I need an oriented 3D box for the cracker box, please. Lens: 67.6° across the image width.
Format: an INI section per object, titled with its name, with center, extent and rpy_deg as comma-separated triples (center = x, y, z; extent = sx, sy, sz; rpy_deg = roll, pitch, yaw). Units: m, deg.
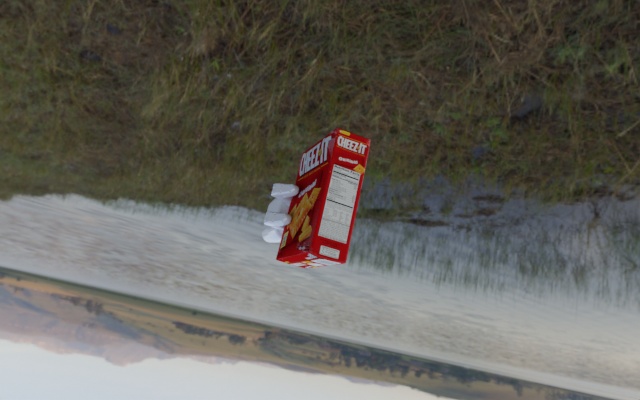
[cracker box]
center = 0.000, 0.003, 0.819
extent = 0.072, 0.213, 0.164
rpy_deg = 18, -16, -20
